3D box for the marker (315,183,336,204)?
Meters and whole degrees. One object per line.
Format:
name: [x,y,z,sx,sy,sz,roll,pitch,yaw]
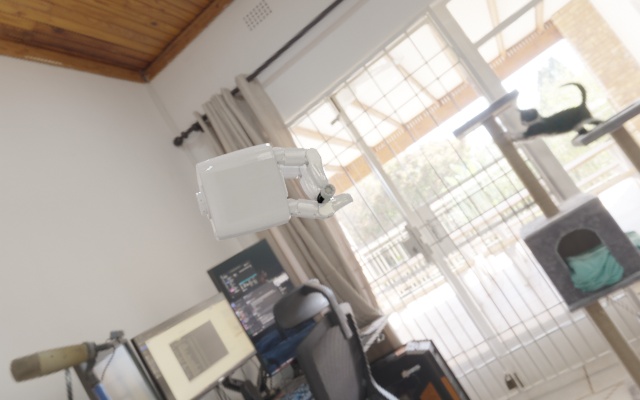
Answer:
marker: [0.000,0.002,0.715,0.020,0.020,0.121,0,-17,-12]
